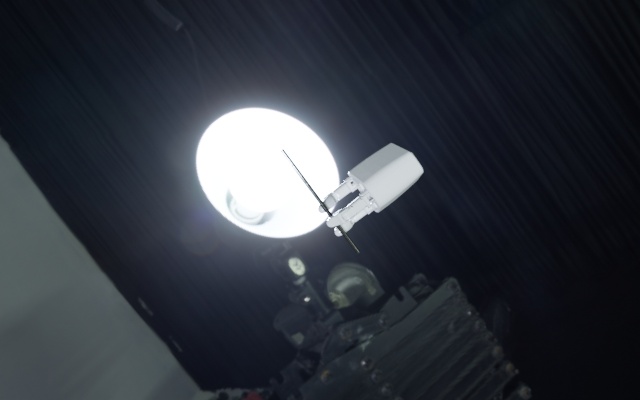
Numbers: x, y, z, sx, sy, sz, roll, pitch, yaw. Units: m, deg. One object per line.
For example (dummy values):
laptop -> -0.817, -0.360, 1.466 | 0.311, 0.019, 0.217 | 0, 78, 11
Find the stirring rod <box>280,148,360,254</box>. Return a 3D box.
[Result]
stirring rod -> 0.000, 0.003, 0.884 | 0.011, 0.239, 0.011 | -36, 8, 6
